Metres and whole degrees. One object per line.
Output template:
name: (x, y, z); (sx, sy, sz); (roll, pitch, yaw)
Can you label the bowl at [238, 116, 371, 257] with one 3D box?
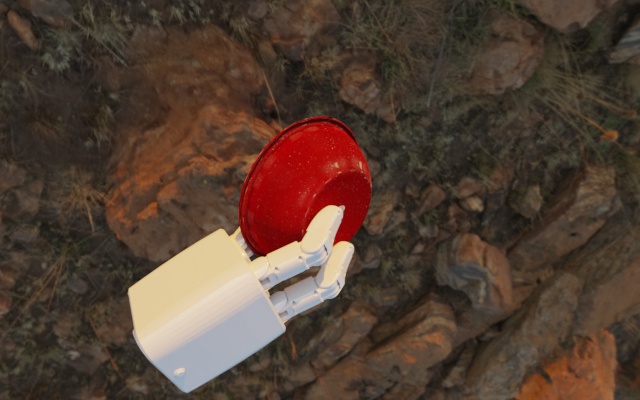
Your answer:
bowl: (0.001, 0.001, 0.478); (0.162, 0.162, 0.055); (0, 24, -47)
